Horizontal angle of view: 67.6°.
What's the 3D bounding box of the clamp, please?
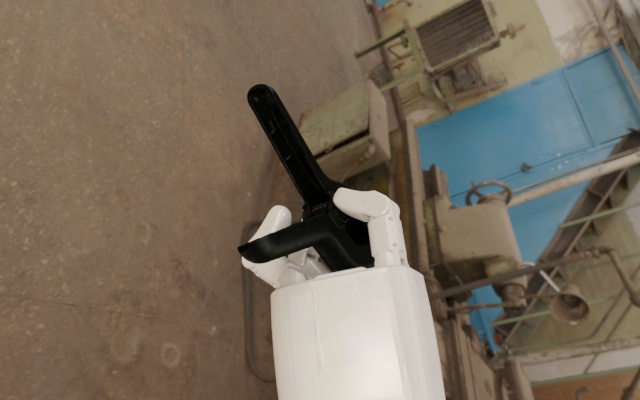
[{"bbox_3d":[0.001,0.002,0.430,0.036,0.164,0.210,-22,-32,27],"label":"clamp"}]
